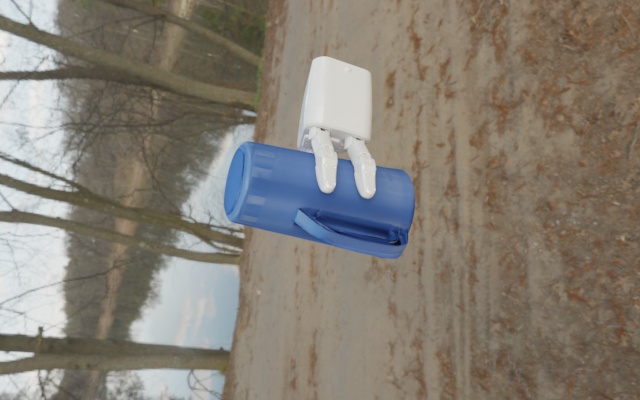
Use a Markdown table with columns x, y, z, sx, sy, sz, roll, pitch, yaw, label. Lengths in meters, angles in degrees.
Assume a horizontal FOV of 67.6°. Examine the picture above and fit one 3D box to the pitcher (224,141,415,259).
| x | y | z | sx | sy | sz | roll | pitch | yaw | label |
| --- | --- | --- | --- | --- | --- | --- | --- | --- | --- |
| 0.000 | 0.002 | 0.650 | 0.243 | 0.145 | 0.149 | 11 | -16 | -22 | pitcher |
